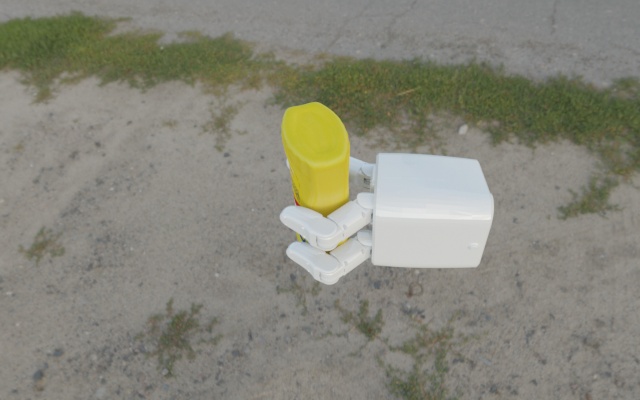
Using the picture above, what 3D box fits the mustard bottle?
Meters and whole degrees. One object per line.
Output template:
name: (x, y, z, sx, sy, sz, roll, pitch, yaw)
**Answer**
mustard bottle: (0.000, 0.001, 0.496, 0.058, 0.192, 0.096, -16, 47, -10)
